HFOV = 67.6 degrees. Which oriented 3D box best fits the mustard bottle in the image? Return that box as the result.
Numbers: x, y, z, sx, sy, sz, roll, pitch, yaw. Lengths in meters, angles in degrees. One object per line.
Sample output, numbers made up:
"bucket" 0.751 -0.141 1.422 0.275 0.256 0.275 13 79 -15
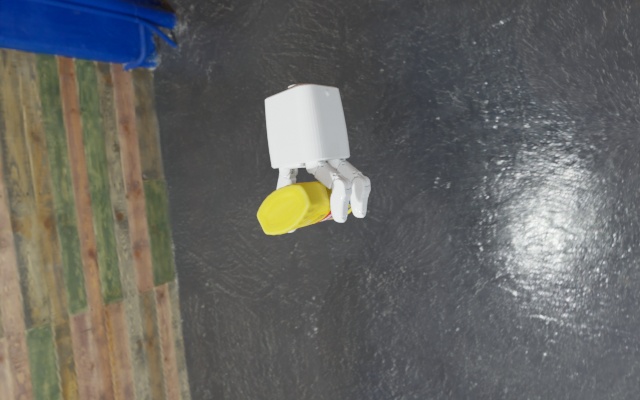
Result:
"mustard bottle" 0.000 0.003 0.714 0.096 0.058 0.191 -35 -13 33
